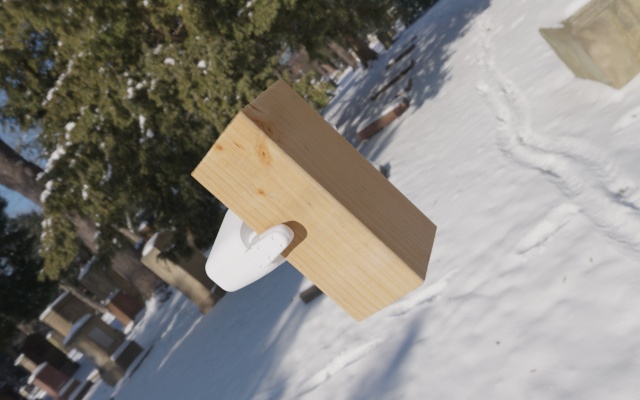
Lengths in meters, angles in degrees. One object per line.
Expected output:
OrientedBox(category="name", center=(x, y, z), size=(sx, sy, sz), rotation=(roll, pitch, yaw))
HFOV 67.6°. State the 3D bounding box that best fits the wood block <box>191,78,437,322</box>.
OrientedBox(category="wood block", center=(0.000, 0.002, 0.442), size=(0.090, 0.206, 0.090), rotation=(-42, 10, 37))
